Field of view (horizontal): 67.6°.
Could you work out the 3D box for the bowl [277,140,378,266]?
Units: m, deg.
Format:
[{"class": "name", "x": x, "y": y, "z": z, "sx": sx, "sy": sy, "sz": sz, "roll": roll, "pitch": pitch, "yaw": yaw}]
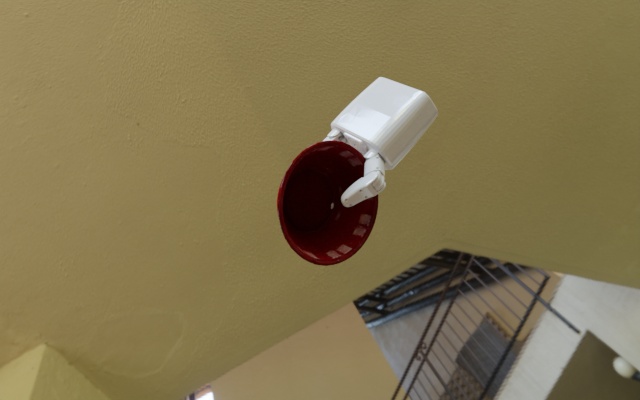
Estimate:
[{"class": "bowl", "x": -0.001, "y": 0.003, "z": 0.632, "sx": 0.162, "sy": 0.162, "sz": 0.055, "roll": 0, "pitch": 4, "yaw": -37}]
